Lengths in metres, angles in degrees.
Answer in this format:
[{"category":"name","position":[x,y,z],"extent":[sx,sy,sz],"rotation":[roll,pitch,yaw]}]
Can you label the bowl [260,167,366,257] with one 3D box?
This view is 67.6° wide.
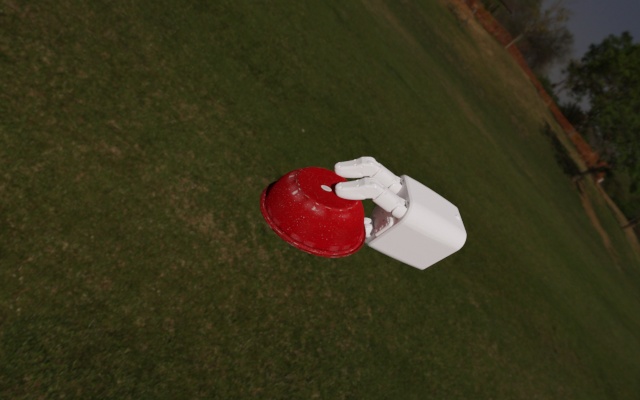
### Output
[{"category":"bowl","position":[-0.001,0.002,0.663],"extent":[0.162,0.055,0.162],"rotation":[17,35,-12]}]
